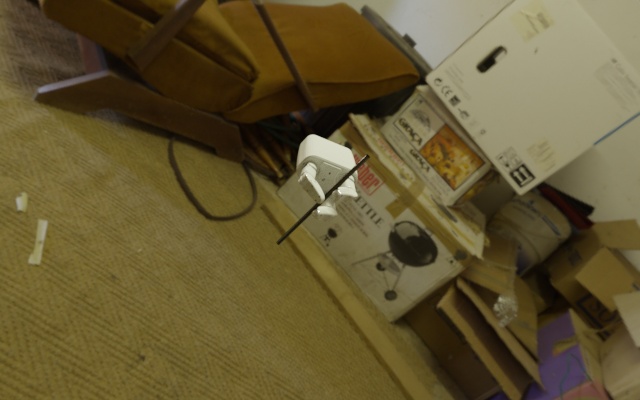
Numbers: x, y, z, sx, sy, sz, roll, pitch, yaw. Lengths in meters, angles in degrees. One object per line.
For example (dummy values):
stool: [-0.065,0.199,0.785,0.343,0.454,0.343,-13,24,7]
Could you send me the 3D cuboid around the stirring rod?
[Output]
stirring rod: [0.000,0.003,0.842,0.239,0.011,0.011,-44,-21,23]
